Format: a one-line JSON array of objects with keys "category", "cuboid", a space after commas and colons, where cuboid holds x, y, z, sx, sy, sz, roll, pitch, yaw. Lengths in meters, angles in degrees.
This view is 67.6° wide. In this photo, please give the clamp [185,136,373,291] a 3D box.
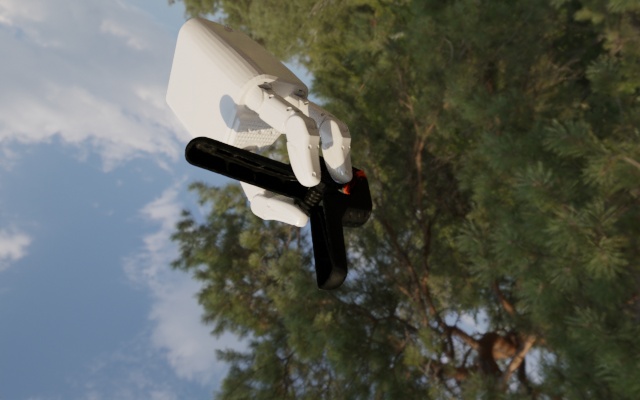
[{"category": "clamp", "cuboid": [0.000, 0.002, 0.435, 0.164, 0.036, 0.210, 46, 25, 21]}]
